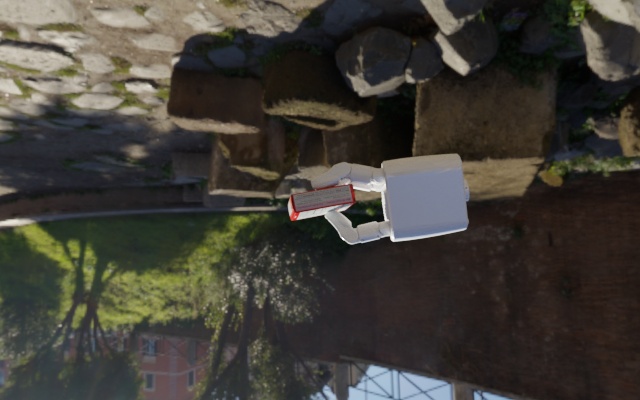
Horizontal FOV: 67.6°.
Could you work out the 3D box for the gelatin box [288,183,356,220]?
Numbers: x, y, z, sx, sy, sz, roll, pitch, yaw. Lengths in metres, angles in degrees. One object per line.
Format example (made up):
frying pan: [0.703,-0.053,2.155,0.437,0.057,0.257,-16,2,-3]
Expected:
gelatin box: [0.000,0.003,0.684,0.089,0.030,0.073,-11,-8,-9]
